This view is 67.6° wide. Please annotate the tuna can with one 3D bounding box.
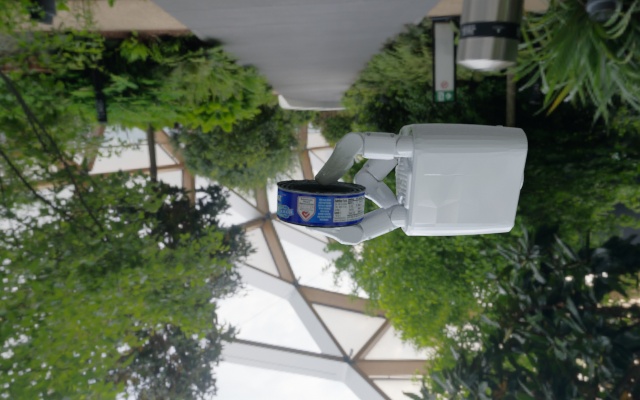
[{"bbox_3d":[0.000,0.002,0.460,0.086,0.034,0.086,3,10,0],"label":"tuna can"}]
